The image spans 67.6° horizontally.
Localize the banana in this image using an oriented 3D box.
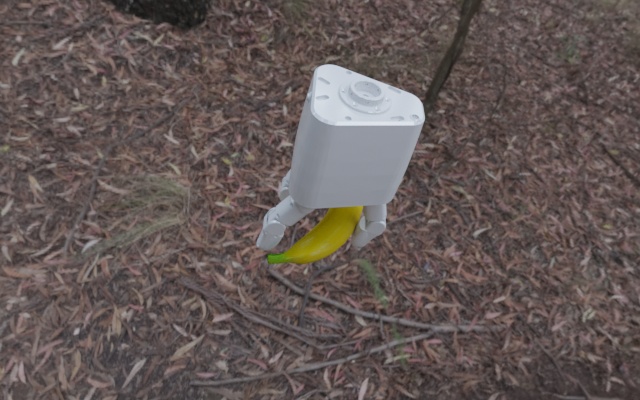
[{"bbox_3d":[0.015,0.012,0.572,0.069,0.037,0.197,25,48,14],"label":"banana"}]
